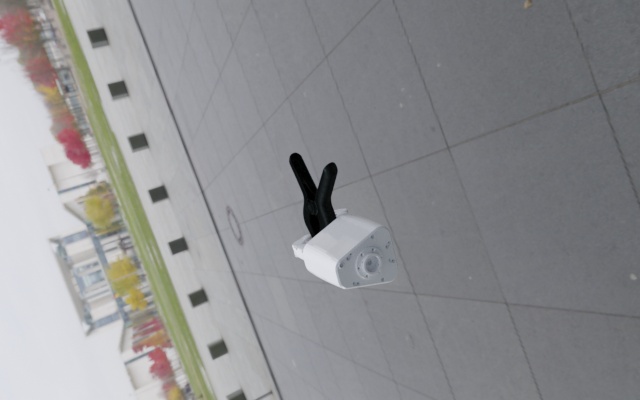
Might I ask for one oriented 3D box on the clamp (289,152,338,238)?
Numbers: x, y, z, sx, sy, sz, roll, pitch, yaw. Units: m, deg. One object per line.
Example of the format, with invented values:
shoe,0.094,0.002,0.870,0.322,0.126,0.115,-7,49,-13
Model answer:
clamp,0.000,0.003,0.806,0.039,0.171,0.120,-22,17,-24
